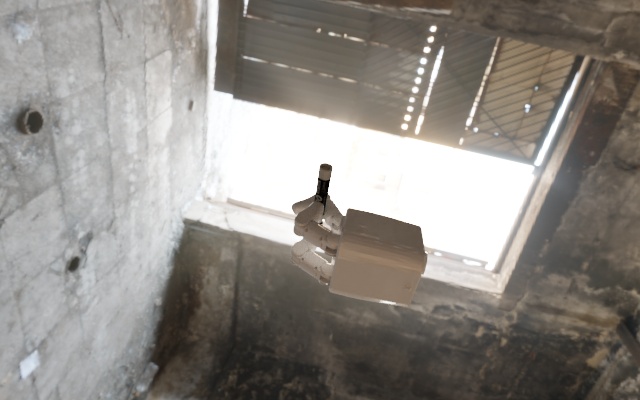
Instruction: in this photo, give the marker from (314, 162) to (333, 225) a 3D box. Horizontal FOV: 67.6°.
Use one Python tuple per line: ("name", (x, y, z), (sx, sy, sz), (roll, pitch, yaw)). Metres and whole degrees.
("marker", (0.000, 0.002, 0.647), (0.020, 0.121, 0.020), (5, 40, -5))
